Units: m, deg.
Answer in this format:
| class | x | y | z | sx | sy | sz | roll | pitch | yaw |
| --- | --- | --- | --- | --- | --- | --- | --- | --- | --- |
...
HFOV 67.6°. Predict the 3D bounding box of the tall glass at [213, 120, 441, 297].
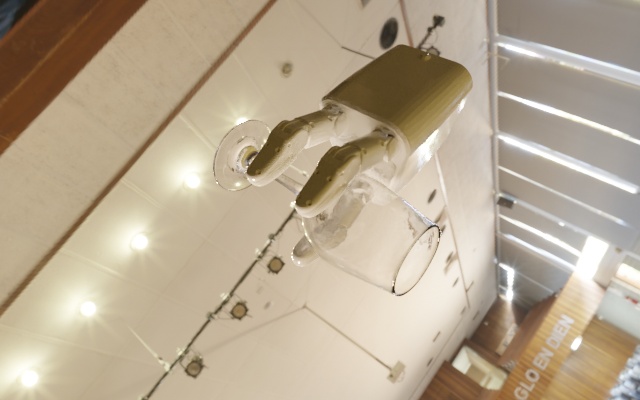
| class | x | y | z | sx | sy | sz | roll | pitch | yaw |
| --- | --- | --- | --- | --- | --- | --- | --- | --- | --- |
| tall glass | -0.001 | 0.001 | 0.407 | 0.201 | 0.079 | 0.079 | 32 | 18 | 31 |
